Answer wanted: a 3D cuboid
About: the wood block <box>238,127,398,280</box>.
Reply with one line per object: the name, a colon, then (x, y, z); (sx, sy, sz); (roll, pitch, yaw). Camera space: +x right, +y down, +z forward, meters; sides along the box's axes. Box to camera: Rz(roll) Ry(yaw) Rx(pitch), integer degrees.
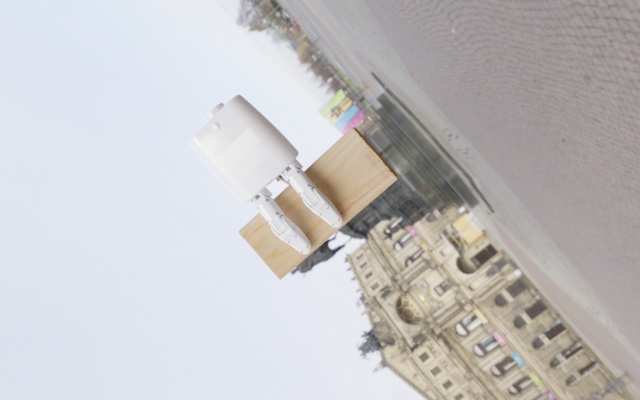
wood block: (0.000, 0.002, 0.661); (0.206, 0.090, 0.091); (-41, 0, 12)
